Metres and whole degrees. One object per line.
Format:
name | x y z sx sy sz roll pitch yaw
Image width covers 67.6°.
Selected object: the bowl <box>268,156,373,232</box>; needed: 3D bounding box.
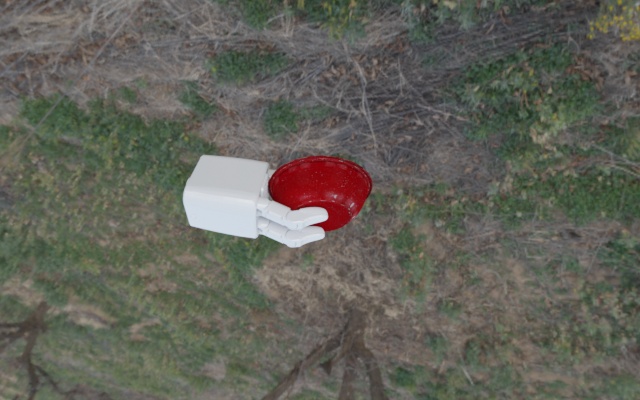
bowl | 0.001 0.003 0.723 0.162 0.055 0.162 -1 -33 -1
